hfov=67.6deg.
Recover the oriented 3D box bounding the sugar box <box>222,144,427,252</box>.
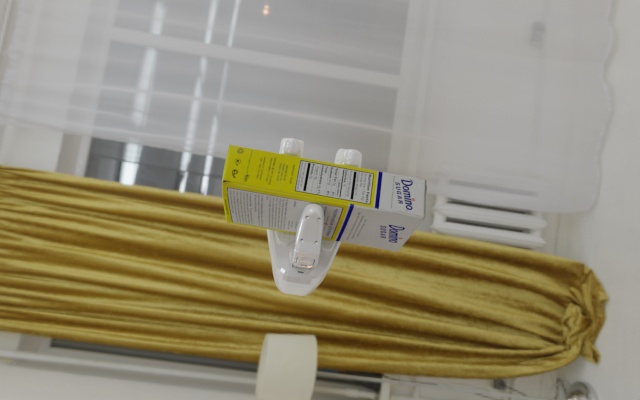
[{"bbox_3d":[0.000,0.001,0.446,0.176,0.048,0.093,8,-25,-4],"label":"sugar box"}]
